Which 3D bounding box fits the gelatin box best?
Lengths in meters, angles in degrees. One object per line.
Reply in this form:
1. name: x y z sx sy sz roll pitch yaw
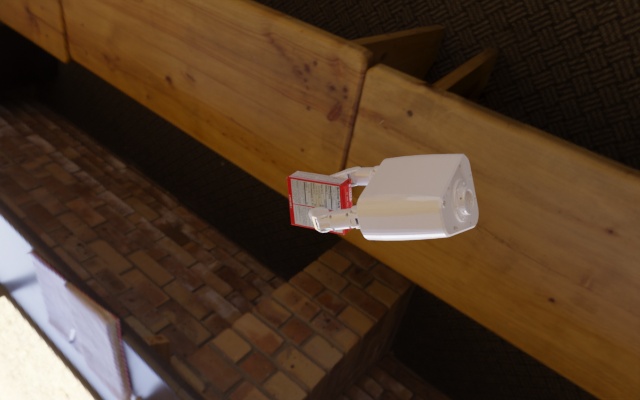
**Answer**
1. gelatin box: 0.000 0.002 0.651 0.089 0.073 0.030 9 27 29
